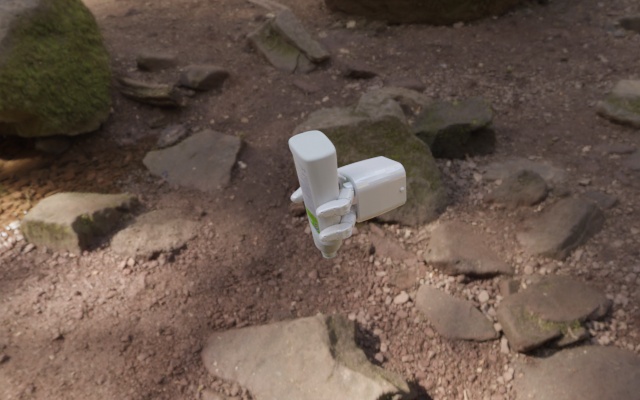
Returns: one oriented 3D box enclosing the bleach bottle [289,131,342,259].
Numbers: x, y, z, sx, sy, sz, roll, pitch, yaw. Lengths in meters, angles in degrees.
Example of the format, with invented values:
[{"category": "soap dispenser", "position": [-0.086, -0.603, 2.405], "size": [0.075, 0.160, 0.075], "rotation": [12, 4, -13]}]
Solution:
[{"category": "bleach bottle", "position": [0.000, 0.003, 0.896], "size": [0.068, 0.251, 0.102], "rotation": [-18, 37, -13]}]
